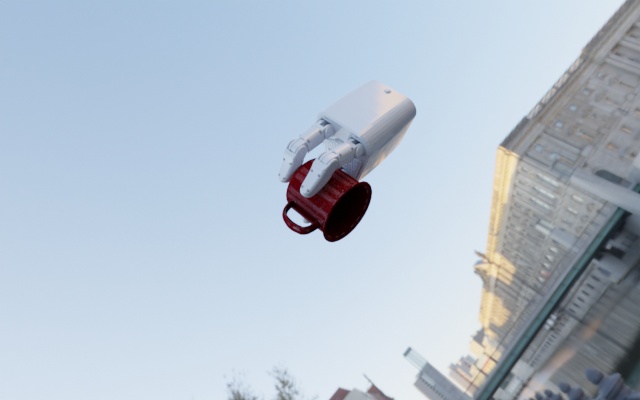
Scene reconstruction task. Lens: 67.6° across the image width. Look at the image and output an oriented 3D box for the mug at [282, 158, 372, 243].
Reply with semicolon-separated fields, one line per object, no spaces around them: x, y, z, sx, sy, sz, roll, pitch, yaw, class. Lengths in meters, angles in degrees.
-0.001;0.003;0.633;0.117;0.093;0.081;-38;57;-26;mug
